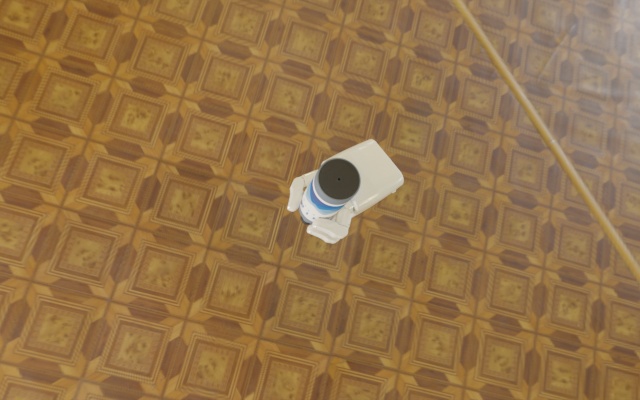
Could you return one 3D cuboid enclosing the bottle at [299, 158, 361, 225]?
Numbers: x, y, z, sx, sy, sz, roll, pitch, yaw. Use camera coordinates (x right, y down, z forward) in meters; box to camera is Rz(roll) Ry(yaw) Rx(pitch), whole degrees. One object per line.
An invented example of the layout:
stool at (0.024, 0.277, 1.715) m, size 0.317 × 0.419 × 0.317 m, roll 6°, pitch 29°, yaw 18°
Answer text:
bottle at (0.000, 0.003, 0.835) m, size 0.069 × 0.069 × 0.296 m, roll 0°, pitch -13°, yaw -11°
